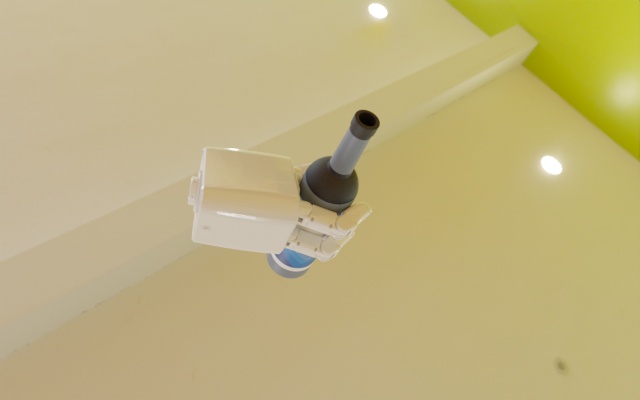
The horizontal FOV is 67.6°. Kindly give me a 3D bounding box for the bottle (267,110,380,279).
[{"bbox_3d":[0.000,0.002,0.584,0.069,0.069,0.296,0,-34,-22],"label":"bottle"}]
